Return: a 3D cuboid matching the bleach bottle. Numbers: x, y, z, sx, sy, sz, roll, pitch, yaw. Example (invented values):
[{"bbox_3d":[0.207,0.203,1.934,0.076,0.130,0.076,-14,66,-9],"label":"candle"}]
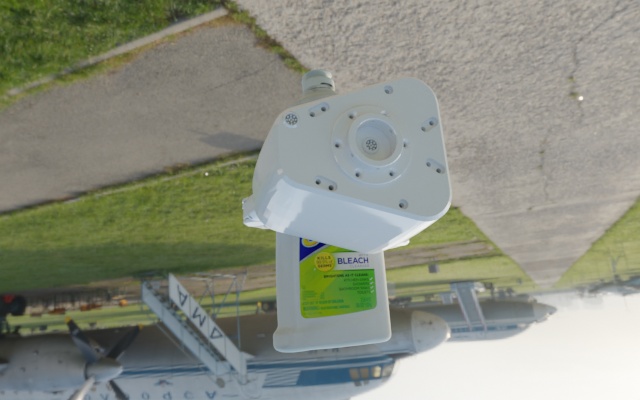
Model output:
[{"bbox_3d":[0.000,0.001,0.432,0.102,0.250,0.068,-2,-14,-13],"label":"bleach bottle"}]
